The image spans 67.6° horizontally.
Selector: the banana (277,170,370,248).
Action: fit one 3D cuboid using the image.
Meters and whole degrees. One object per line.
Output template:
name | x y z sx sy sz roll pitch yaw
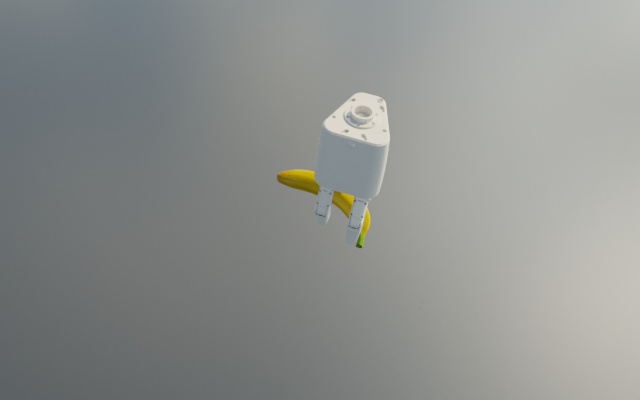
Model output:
banana | 0.015 -0.006 0.803 0.197 0.037 0.069 38 58 22
